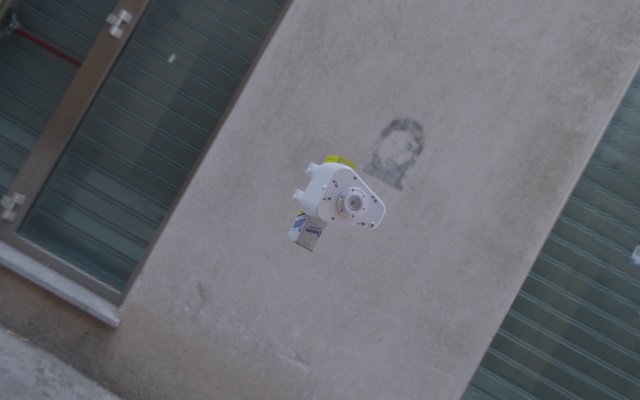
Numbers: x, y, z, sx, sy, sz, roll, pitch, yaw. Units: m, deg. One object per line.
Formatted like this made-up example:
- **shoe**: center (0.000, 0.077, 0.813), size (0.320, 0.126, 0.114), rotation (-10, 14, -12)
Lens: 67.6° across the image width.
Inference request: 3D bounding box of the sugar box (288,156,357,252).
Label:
- **sugar box**: center (0.000, 0.003, 0.896), size (0.048, 0.176, 0.093), rotation (30, -2, -13)
